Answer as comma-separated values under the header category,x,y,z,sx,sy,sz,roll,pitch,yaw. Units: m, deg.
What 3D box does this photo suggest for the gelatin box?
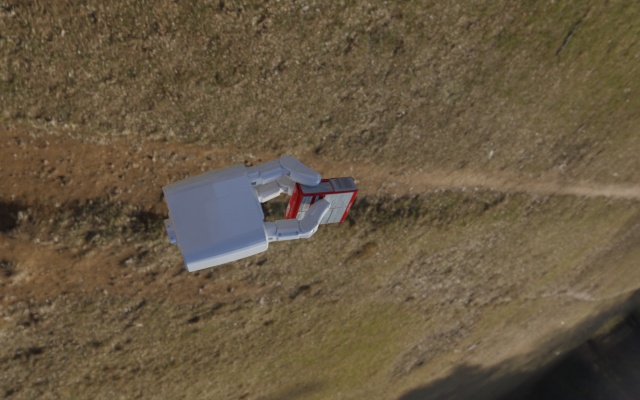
category,x,y,z,sx,sy,sz,roll,pitch,yaw
gelatin box,0.001,0.003,0.677,0.089,0.030,0.073,-5,-38,-24
